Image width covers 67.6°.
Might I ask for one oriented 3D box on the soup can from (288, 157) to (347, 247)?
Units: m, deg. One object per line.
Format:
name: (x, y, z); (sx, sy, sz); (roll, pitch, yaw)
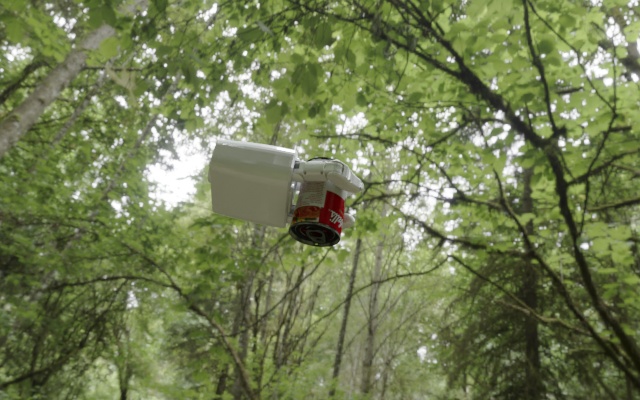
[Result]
soup can: (0.001, 0.002, 0.636); (0.068, 0.102, 0.068); (8, -29, 5)
